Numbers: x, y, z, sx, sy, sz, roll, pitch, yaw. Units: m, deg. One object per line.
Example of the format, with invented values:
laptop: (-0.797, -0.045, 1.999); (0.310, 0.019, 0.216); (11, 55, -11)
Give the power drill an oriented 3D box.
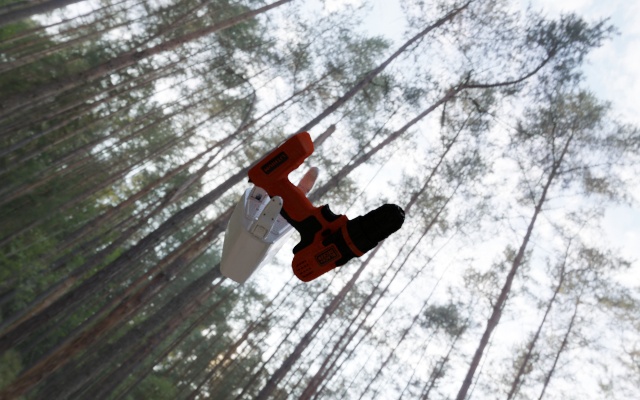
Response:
power drill: (0.000, 0.002, 0.661); (0.184, 0.187, 0.057); (-33, -2, 22)
